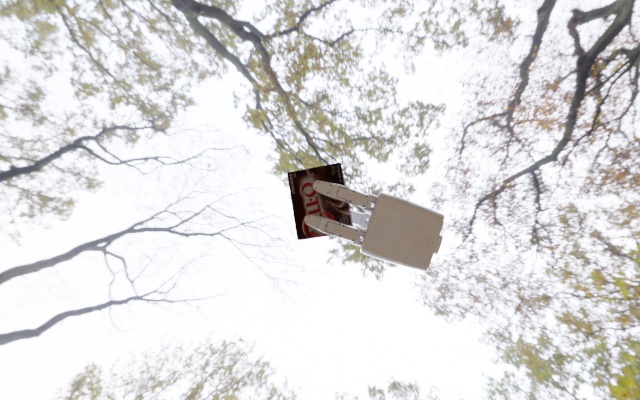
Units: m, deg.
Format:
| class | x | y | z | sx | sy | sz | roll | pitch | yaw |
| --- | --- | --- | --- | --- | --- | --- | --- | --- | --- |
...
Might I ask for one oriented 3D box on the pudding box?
| class | x | y | z | sx | sy | sz | roll | pitch | yaw |
| --- | --- | --- | --- | --- | --- | --- | --- | --- | --- |
| pudding box | 0.000 | 0.003 | 0.769 | 0.090 | 0.113 | 0.039 | -10 | -7 | 8 |
